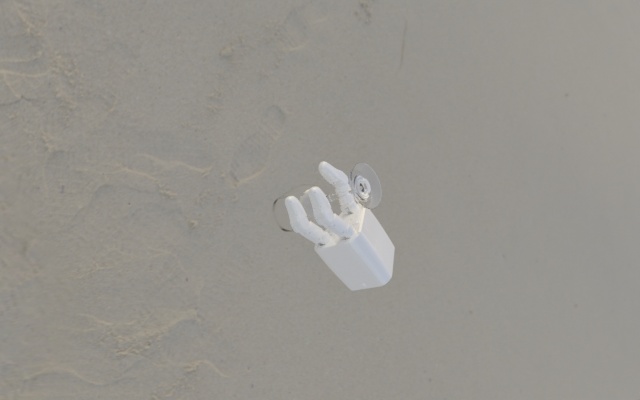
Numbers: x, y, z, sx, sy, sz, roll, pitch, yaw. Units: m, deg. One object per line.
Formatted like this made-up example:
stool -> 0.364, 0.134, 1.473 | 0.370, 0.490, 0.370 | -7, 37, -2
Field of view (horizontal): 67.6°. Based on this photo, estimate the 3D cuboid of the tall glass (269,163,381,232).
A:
tall glass -> 0.001, 0.002, 0.794 | 0.201, 0.079, 0.079 | -19, -13, 42
